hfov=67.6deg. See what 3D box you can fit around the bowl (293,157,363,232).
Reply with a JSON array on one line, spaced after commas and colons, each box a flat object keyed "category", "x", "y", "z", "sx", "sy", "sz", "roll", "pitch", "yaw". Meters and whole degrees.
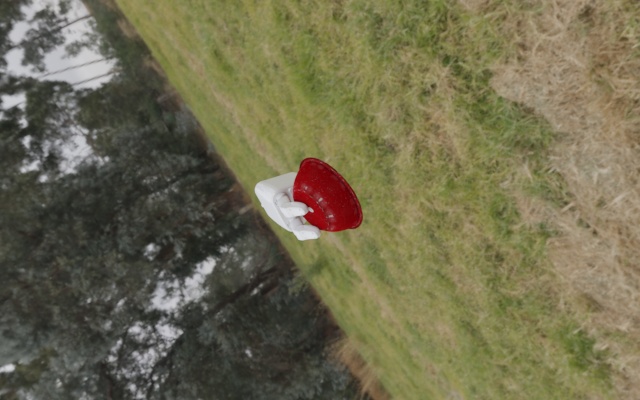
[{"category": "bowl", "x": 0.000, "y": 0.003, "z": 0.871, "sx": 0.055, "sy": 0.162, "sz": 0.162, "roll": -40, "pitch": 19, "yaw": -25}]
